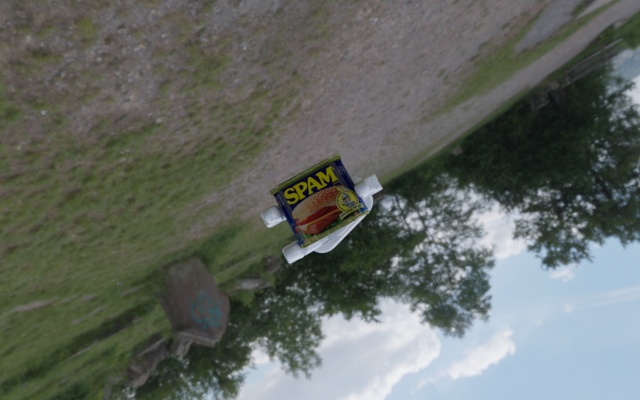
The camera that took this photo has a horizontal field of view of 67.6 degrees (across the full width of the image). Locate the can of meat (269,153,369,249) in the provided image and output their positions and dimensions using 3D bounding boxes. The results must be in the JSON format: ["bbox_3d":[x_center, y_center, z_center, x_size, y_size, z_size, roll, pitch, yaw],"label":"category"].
[{"bbox_3d":[0.000,0.002,0.604,0.102,0.084,0.057,-29,-3,2],"label":"can of meat"}]
